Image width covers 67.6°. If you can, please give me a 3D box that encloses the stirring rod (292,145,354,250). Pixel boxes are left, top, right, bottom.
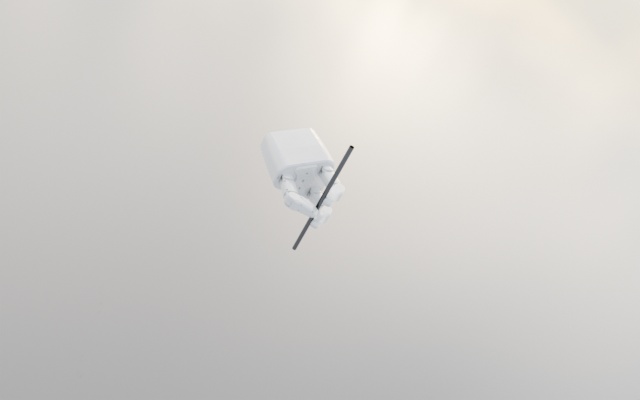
[{"bbox_3d":[0.000,0.003,0.805,0.011,0.240,0.011,19,37,-15],"label":"stirring rod"}]
